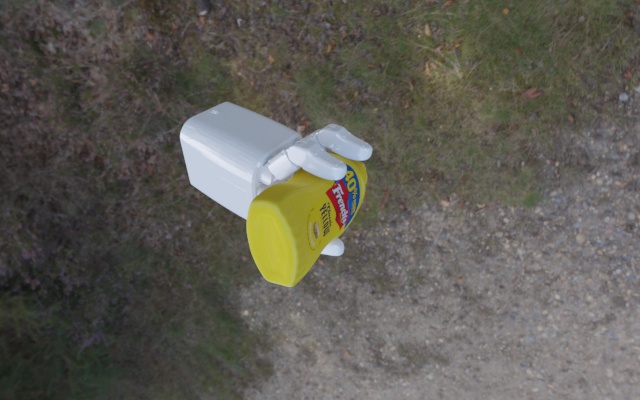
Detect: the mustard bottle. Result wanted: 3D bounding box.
[{"bbox_3d":[0.000,0.002,0.514,0.058,0.096,0.191,7,30,30],"label":"mustard bottle"}]
